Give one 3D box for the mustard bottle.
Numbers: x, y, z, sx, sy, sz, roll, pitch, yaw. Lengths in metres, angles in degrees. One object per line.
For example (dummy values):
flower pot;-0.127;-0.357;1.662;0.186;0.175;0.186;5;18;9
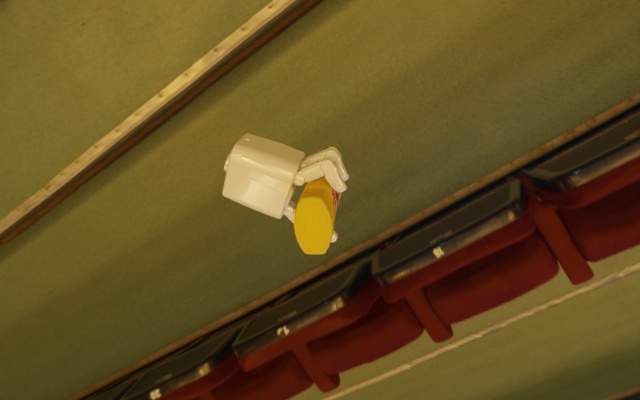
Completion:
mustard bottle;0.000;0.003;0.778;0.058;0.096;0.191;-2;23;8
